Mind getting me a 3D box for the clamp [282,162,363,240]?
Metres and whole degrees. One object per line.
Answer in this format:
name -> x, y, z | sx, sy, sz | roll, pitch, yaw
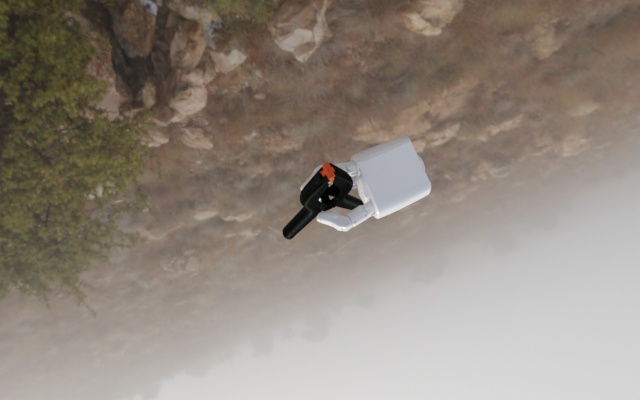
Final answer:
clamp -> 0.001, 0.003, 0.825 | 0.164, 0.036, 0.210 | -25, -22, -6
